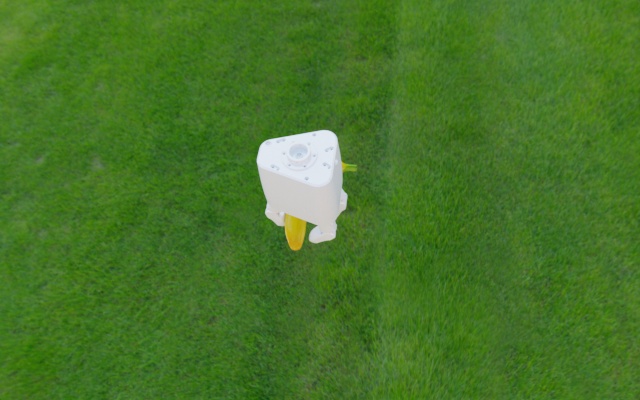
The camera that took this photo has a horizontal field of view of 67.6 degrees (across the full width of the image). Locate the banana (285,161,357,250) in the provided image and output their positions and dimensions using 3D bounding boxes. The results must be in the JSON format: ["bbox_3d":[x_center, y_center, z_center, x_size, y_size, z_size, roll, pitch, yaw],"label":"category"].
[{"bbox_3d":[-0.014,-0.008,0.804,0.069,0.197,0.037,28,-26,16],"label":"banana"}]
